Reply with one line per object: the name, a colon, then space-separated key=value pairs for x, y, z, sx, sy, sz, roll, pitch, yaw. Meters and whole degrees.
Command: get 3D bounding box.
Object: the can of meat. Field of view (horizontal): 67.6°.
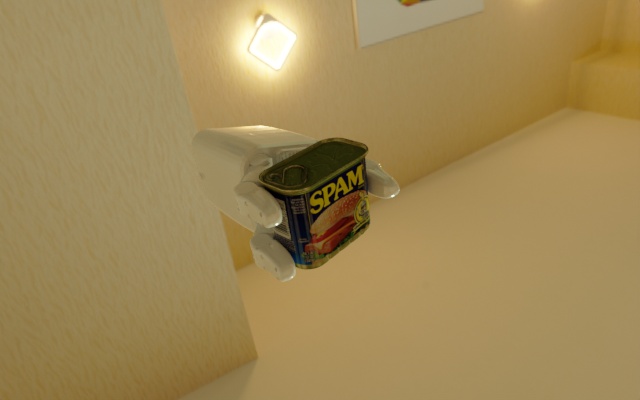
can of meat: x=0.000 y=0.002 z=0.437 sx=0.057 sy=0.084 sz=0.102 roll=21 pitch=41 yaw=40
